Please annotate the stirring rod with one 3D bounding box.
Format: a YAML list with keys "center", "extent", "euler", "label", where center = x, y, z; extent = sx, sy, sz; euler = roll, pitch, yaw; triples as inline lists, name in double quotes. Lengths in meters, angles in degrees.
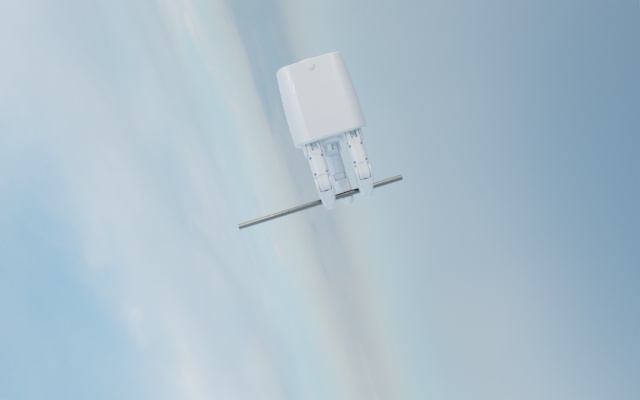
- center: [0.000, 0.002, 0.674]
  extent: [0.239, 0.011, 0.011]
  euler: [-17, 0, -1]
  label: "stirring rod"
